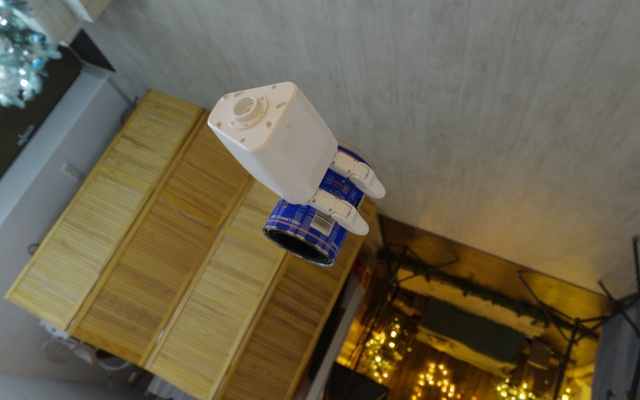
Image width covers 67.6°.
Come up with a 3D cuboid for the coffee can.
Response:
[{"bbox_3d":[0.000,0.002,0.634,0.103,0.140,0.103,24,-19,9],"label":"coffee can"}]
